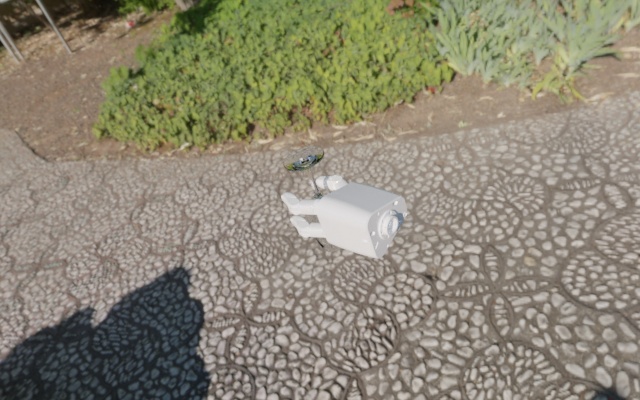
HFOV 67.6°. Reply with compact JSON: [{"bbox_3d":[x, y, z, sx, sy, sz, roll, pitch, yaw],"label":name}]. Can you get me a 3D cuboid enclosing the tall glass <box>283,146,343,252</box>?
[{"bbox_3d":[0.000,0.002,0.879,0.079,0.201,0.079,-14,36,10],"label":"tall glass"}]
